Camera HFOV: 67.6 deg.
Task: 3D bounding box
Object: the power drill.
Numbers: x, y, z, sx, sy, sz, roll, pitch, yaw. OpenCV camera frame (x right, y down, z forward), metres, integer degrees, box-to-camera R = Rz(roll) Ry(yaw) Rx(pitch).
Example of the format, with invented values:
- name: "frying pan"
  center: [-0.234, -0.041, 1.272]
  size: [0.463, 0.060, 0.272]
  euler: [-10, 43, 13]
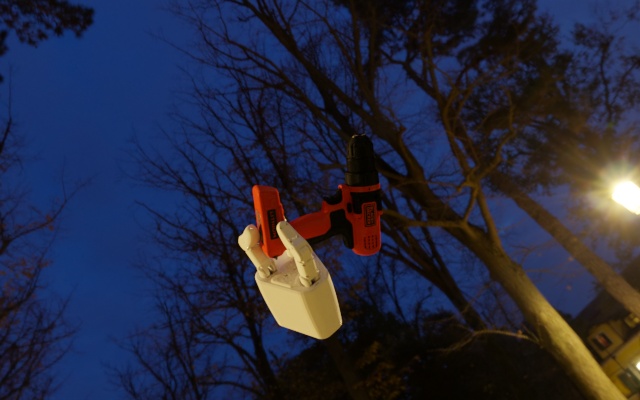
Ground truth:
- name: "power drill"
  center: [0.000, 0.003, 0.696]
  size: [0.187, 0.184, 0.057]
  euler: [-9, 11, -14]
